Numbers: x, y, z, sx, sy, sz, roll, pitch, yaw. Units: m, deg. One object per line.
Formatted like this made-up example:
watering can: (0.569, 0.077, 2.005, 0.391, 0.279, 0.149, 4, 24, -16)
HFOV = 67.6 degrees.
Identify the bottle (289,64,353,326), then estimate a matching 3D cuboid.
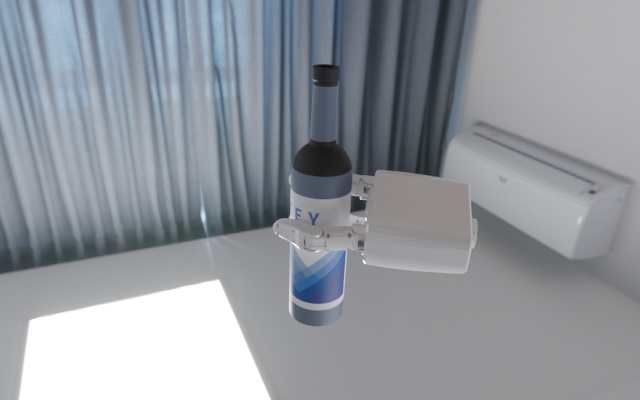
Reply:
bottle: (0.000, 0.002, 0.530, 0.069, 0.296, 0.069, 2, 25, -1)
